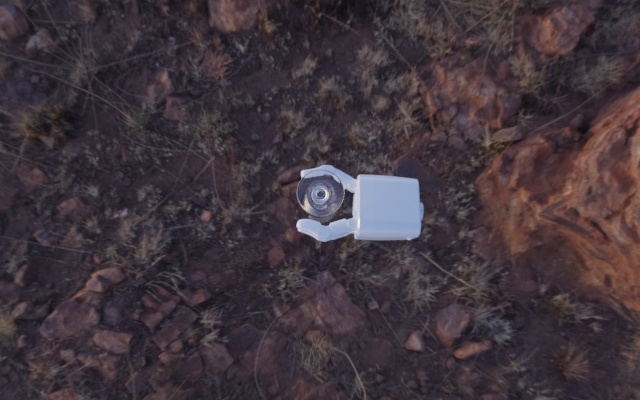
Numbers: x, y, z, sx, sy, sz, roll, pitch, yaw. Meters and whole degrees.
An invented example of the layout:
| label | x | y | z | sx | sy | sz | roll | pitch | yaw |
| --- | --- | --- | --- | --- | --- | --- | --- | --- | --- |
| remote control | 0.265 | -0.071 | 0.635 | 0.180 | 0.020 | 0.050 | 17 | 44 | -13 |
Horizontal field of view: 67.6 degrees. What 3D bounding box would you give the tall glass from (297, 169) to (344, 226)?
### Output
| label | x | y | z | sx | sy | sz | roll | pitch | yaw |
| --- | --- | --- | --- | --- | --- | --- | --- | --- | --- |
| tall glass | 0.000 | 0.003 | 0.840 | 0.079 | 0.079 | 0.201 | 0 | -9 | 0 |
